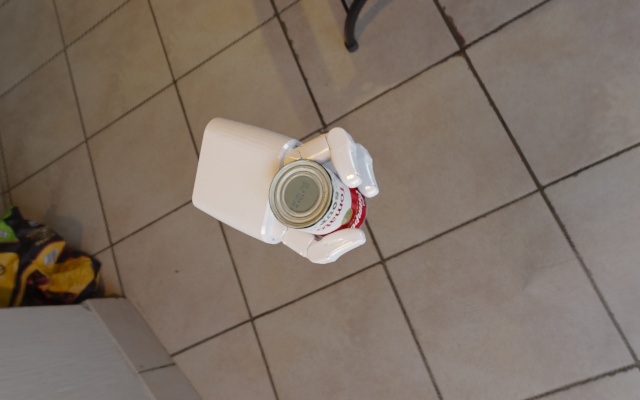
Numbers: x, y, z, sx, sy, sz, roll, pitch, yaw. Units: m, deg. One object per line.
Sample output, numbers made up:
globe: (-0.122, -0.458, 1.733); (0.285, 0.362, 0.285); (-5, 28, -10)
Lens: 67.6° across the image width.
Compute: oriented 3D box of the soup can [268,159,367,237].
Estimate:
soup can: (0.000, 0.002, 0.483); (0.068, 0.068, 0.102); (0, -10, 23)
